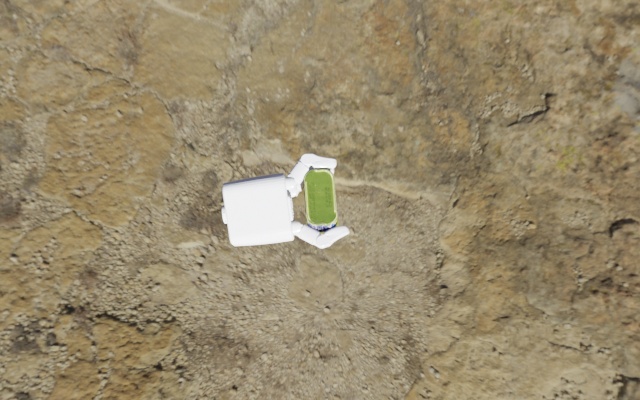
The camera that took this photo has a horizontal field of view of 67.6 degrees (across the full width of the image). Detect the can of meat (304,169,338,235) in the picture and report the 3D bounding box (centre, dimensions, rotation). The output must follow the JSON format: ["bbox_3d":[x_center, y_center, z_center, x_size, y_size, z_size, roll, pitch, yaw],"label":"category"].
[{"bbox_3d":[0.000,0.003,0.824,0.057,0.102,0.084,-5,-13,0],"label":"can of meat"}]
